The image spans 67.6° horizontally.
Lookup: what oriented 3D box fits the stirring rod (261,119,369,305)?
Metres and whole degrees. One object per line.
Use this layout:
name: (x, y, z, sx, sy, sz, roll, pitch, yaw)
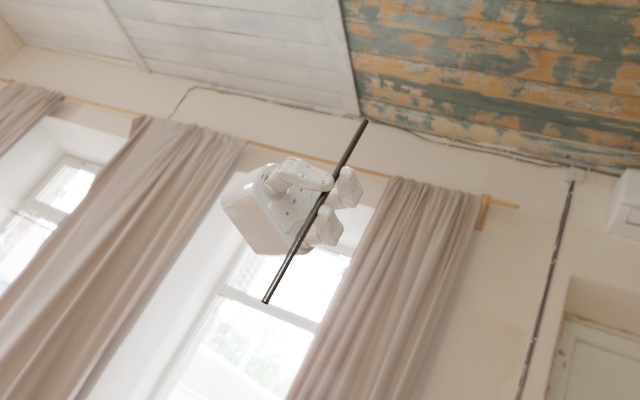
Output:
stirring rod: (0.000, 0.002, 0.499, 0.011, 0.239, 0.011, 23, -27, 13)
